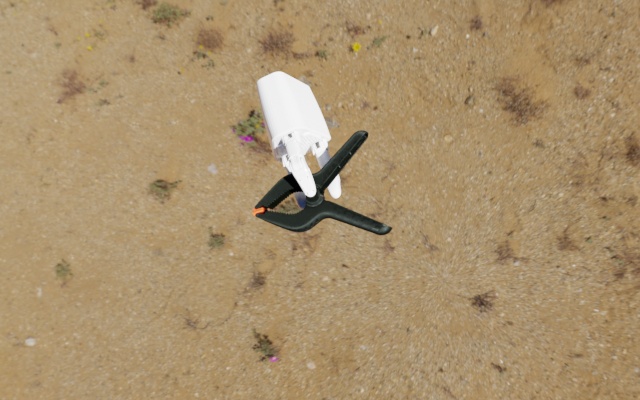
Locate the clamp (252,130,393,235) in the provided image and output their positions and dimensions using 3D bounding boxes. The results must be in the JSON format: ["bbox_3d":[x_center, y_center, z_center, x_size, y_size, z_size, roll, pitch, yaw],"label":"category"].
[{"bbox_3d":[-0.001,0.002,0.724,0.210,0.164,0.036,-22,-19,10],"label":"clamp"}]
